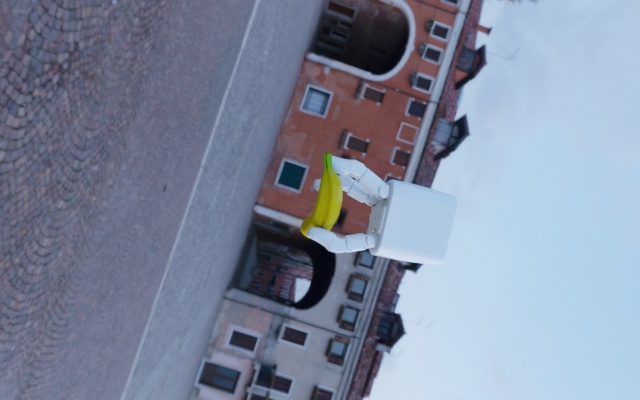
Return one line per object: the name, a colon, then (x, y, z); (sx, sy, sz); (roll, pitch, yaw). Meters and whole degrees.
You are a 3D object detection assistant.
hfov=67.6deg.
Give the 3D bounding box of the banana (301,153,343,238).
banana: (0.002, 0.016, 0.723); (0.037, 0.069, 0.198); (5, -36, -12)
